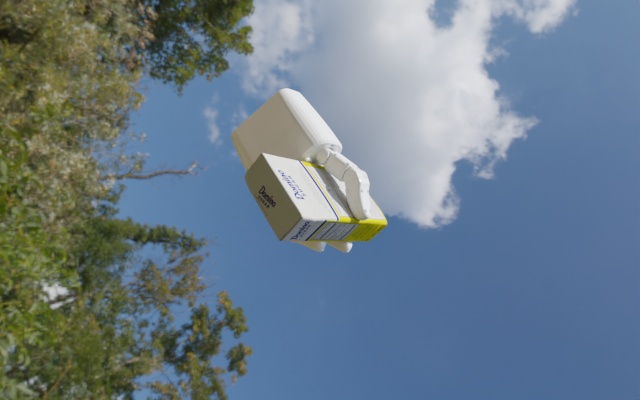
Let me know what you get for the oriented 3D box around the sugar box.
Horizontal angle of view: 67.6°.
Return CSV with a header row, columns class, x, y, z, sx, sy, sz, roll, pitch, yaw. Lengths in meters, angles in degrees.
class,x,y,z,sx,sy,sz,roll,pitch,yaw
sugar box,0.000,0.002,0.561,0.176,0.093,0.048,5,-45,-51
